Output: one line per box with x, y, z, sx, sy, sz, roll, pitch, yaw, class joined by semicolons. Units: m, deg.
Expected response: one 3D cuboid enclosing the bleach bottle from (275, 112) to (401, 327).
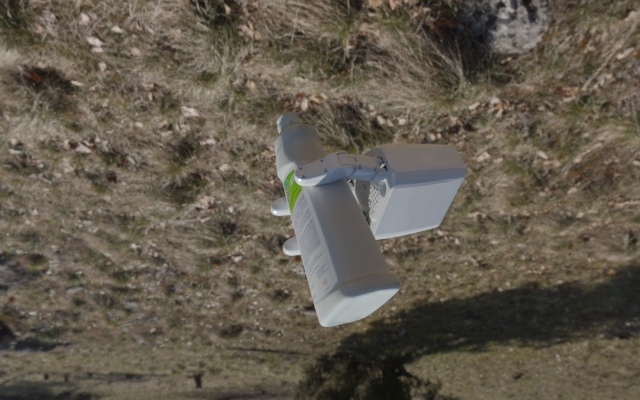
0.000;0.002;0.525;0.068;0.250;0.103;-6;-29;-25;bleach bottle
